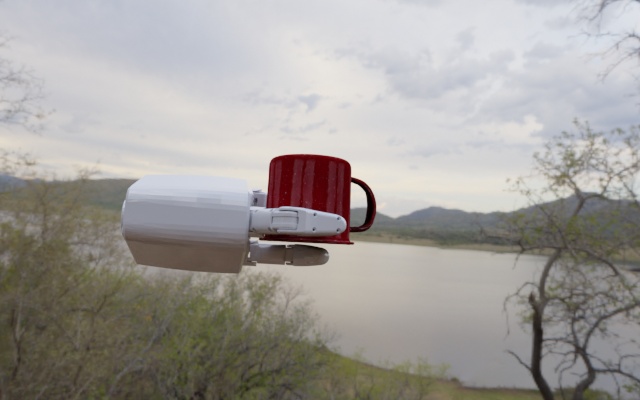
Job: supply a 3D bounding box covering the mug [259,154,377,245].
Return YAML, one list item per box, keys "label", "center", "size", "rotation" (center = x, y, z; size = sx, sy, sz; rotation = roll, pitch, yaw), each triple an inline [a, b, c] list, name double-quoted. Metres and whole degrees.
- label: "mug"
  center: [0.002, 0.001, 0.470]
  size: [0.117, 0.081, 0.093]
  rotation: [4, -5, -14]
